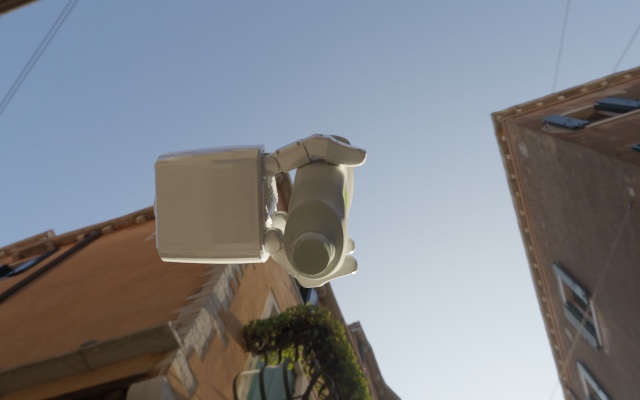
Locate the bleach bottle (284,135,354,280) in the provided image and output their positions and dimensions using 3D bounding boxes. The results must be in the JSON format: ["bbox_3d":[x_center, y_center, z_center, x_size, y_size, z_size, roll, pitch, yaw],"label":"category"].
[{"bbox_3d":[0.000,0.002,0.475,0.068,0.102,0.250,-2,15,4],"label":"bleach bottle"}]
